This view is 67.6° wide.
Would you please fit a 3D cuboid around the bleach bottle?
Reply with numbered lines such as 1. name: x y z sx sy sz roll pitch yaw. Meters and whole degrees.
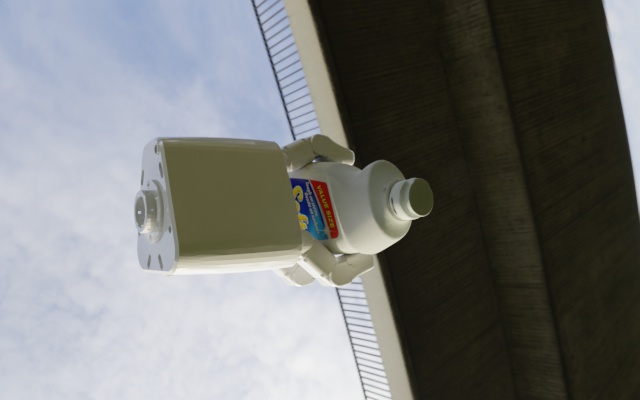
1. bleach bottle: 0.000 0.002 0.458 0.068 0.102 0.251 1 -6 -37
